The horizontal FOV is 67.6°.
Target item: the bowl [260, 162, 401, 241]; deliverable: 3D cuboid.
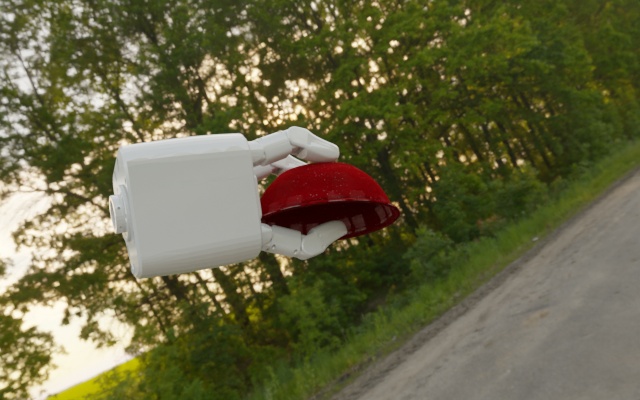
[{"bbox_3d":[0.001,0.001,0.506,0.162,0.055,0.162,-6,-18,-2],"label":"bowl"}]
